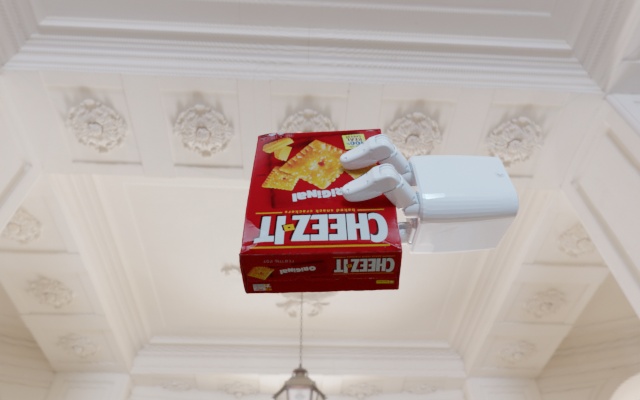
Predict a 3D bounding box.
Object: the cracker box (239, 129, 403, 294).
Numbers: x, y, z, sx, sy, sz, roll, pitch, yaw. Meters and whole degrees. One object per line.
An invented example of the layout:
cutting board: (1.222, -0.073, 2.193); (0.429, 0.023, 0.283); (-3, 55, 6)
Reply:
cracker box: (0.000, 0.002, 0.558); (0.164, 0.072, 0.213); (-2, 41, 1)
